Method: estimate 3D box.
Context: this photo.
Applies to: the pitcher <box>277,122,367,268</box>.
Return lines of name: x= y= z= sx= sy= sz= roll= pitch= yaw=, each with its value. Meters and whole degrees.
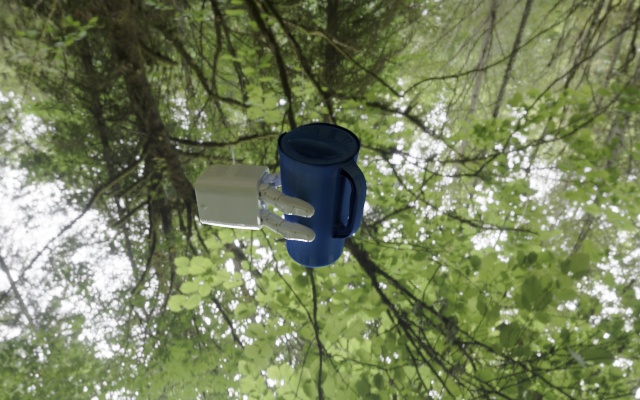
pitcher: x=0.000 y=0.003 z=0.824 sx=0.145 sy=0.243 sz=0.149 roll=3 pitch=37 yaw=2
